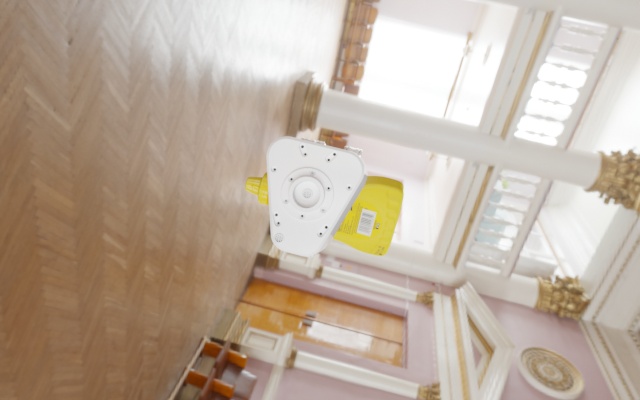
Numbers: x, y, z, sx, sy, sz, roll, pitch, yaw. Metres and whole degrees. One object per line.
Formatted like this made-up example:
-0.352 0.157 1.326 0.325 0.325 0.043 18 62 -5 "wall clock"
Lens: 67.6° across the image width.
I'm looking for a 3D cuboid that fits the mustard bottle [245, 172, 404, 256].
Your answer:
0.000 0.002 0.593 0.191 0.096 0.058 14 27 4 "mustard bottle"
